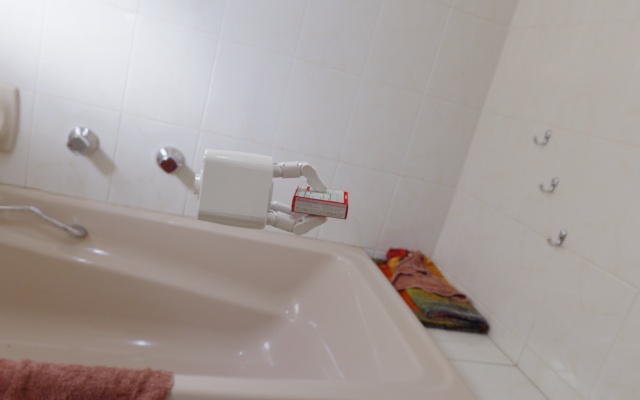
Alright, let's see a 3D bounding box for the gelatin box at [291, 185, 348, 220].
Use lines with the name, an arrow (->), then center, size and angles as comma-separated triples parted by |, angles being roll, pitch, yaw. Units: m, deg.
gelatin box -> 0.001, 0.002, 0.776 | 0.089, 0.030, 0.073 | 8, 16, 0
